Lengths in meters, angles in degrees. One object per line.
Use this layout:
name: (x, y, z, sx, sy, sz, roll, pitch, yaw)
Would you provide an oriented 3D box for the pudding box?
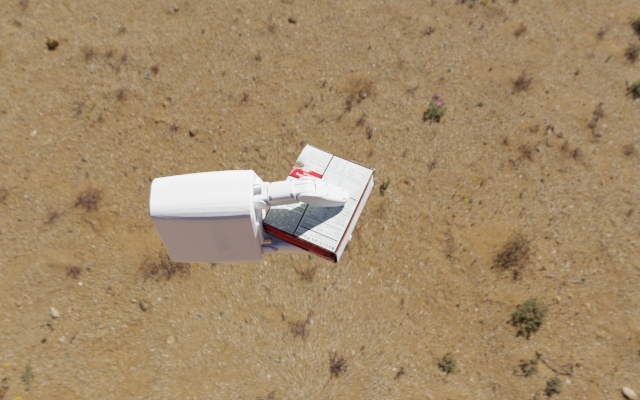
pudding box: (0.000, 0.002, 0.534, 0.090, 0.113, 0.039, 23, -19, 12)
